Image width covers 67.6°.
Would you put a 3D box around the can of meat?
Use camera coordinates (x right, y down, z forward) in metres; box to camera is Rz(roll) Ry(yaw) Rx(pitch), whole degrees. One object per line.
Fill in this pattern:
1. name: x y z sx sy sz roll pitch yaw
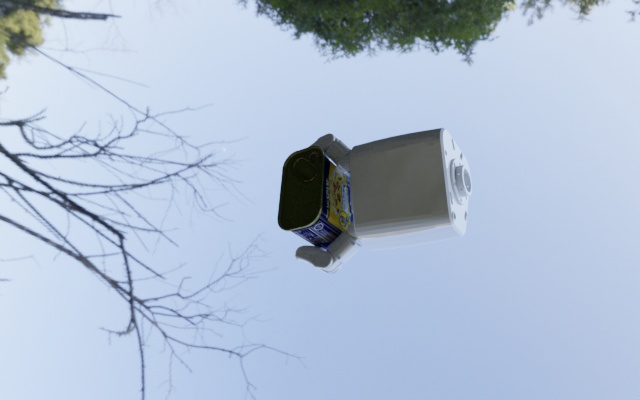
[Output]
1. can of meat: 0.000 0.002 0.558 0.057 0.102 0.084 -15 -33 30
